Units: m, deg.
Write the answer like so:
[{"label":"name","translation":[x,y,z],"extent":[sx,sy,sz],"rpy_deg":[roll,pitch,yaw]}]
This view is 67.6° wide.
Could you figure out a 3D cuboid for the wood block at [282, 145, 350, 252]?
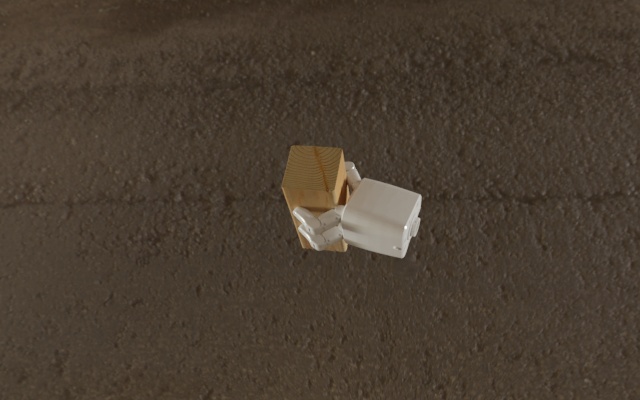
[{"label":"wood block","translation":[0.001,0.003,0.860],"extent":[0.090,0.090,0.206],"rpy_deg":[4,-33,12]}]
